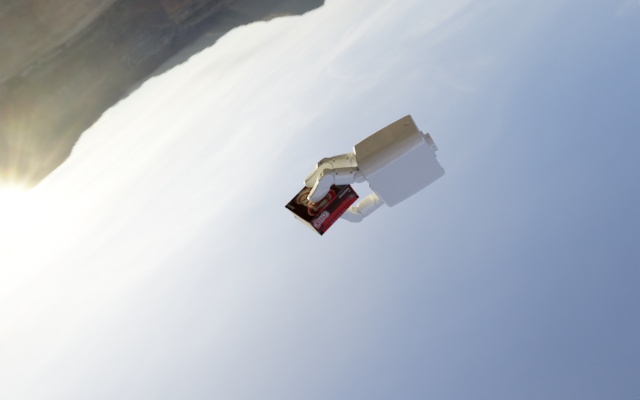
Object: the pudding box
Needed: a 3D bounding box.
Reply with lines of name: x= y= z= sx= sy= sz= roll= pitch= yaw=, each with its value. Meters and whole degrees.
pudding box: x=0.000 y=0.003 z=0.789 sx=0.090 sy=0.039 sz=0.113 roll=-45 pitch=25 yaw=-10
